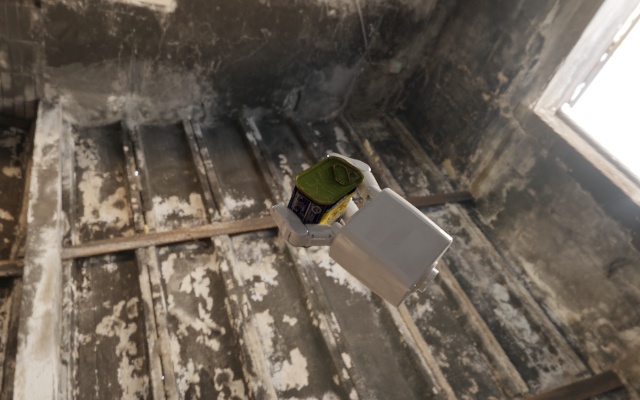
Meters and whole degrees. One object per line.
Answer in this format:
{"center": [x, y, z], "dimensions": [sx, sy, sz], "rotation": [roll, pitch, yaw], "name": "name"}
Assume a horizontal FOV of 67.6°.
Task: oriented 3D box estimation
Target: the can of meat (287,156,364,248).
{"center": [0.000, 0.002, 0.611], "dimensions": [0.057, 0.084, 0.102], "rotation": [36, 40, 16], "name": "can of meat"}
